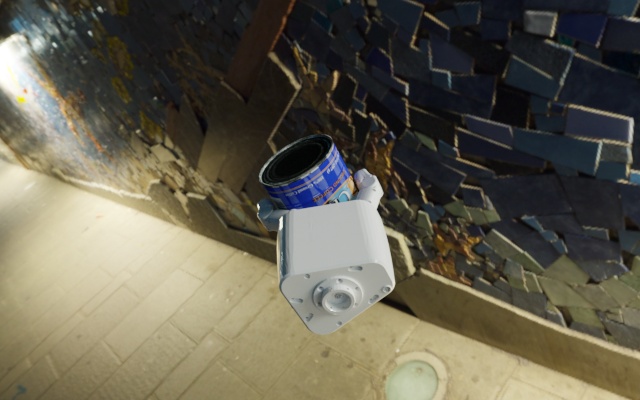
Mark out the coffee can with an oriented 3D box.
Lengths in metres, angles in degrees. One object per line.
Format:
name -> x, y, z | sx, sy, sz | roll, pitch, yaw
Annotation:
coffee can -> 0.000, 0.002, 0.612 | 0.103, 0.140, 0.102 | -23, 30, 14
